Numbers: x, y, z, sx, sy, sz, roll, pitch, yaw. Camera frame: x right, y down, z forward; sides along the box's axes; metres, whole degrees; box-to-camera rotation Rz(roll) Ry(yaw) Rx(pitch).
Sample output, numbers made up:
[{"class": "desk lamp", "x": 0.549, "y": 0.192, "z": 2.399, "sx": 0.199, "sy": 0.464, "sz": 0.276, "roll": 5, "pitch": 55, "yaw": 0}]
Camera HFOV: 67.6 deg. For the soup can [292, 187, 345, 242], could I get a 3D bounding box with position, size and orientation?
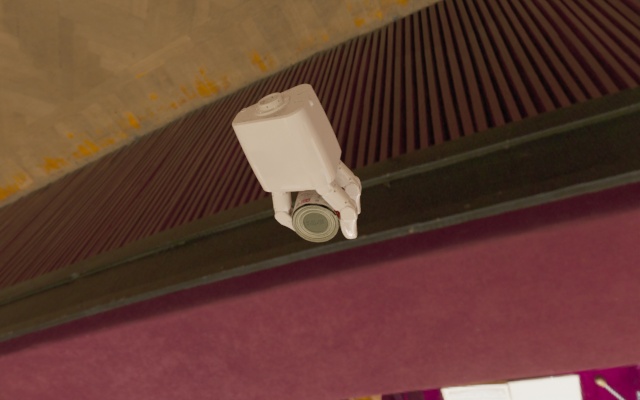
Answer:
[{"class": "soup can", "x": 0.000, "y": 0.003, "z": 0.686, "sx": 0.068, "sy": 0.069, "sz": 0.102, "roll": 0, "pitch": 36, "yaw": 10}]
